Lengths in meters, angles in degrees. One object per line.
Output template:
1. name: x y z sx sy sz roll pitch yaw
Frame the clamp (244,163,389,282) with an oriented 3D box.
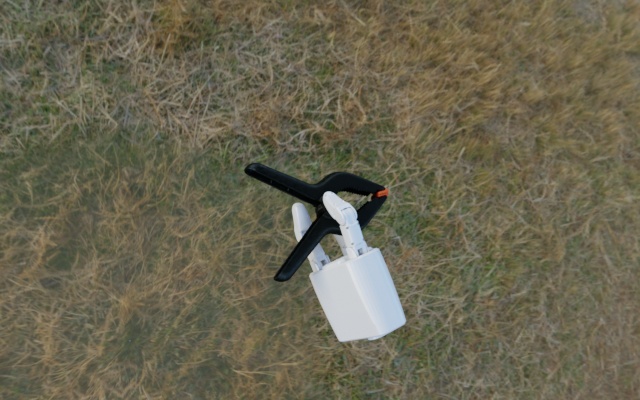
1. clamp: 0.001 0.002 0.677 0.210 0.164 0.036 -21 -3 -25
